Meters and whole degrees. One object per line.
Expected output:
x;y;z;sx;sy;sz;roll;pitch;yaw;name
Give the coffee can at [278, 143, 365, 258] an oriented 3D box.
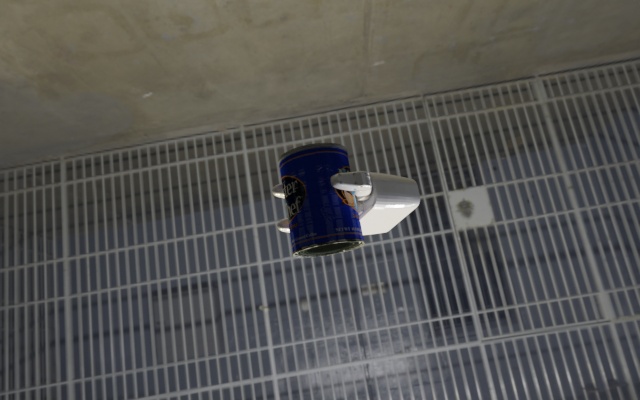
0.000;0.002;0.679;0.103;0.140;0.103;-9;-15;-2;coffee can
